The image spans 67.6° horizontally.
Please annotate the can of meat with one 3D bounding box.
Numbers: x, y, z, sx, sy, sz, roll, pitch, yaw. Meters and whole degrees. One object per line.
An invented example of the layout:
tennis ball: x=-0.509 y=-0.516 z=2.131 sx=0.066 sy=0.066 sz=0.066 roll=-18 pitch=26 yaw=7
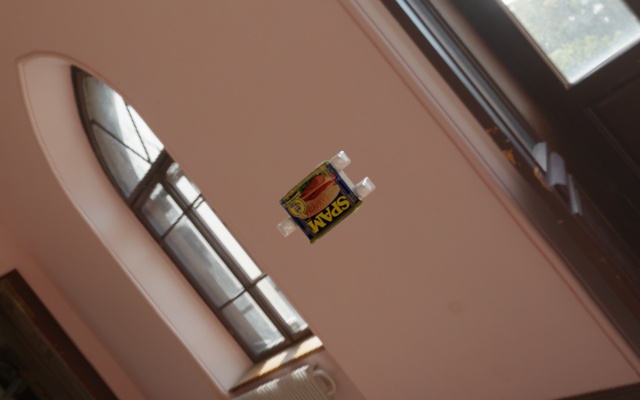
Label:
can of meat: x=0.000 y=0.002 z=0.723 sx=0.102 sy=0.084 sz=0.057 roll=-39 pitch=-1 yaw=5
